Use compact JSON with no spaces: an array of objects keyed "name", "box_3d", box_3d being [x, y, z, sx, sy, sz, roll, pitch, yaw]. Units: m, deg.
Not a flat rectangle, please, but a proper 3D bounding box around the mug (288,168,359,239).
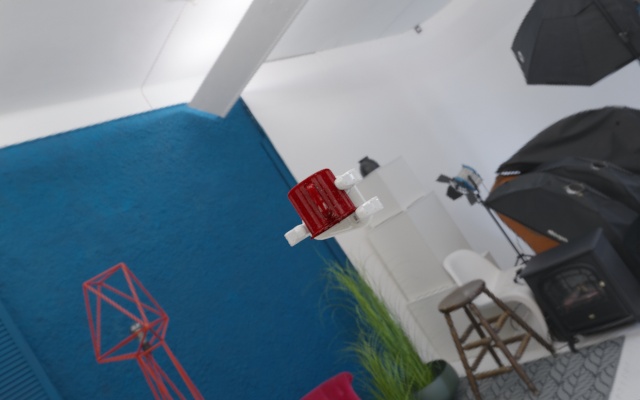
[{"name":"mug","box_3d":[0.000,0.002,0.744,0.093,0.081,0.117,-34,-6,5]}]
